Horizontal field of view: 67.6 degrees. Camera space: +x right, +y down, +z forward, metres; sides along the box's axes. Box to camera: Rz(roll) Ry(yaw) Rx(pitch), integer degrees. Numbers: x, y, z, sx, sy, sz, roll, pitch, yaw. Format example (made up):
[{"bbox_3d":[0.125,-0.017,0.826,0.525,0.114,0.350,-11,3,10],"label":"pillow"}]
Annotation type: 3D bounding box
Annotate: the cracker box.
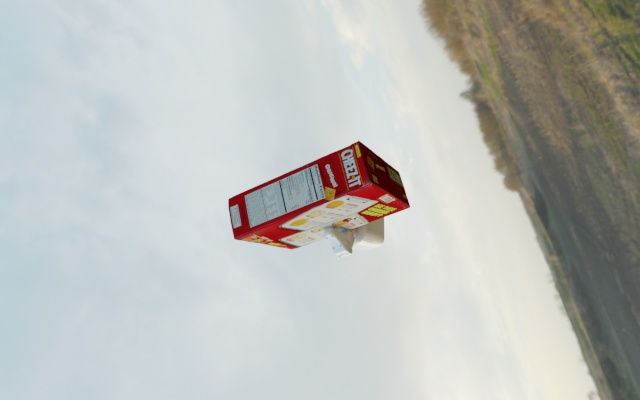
[{"bbox_3d":[0.000,0.002,0.694,0.214,0.072,0.164,-22,-20,22],"label":"cracker box"}]
